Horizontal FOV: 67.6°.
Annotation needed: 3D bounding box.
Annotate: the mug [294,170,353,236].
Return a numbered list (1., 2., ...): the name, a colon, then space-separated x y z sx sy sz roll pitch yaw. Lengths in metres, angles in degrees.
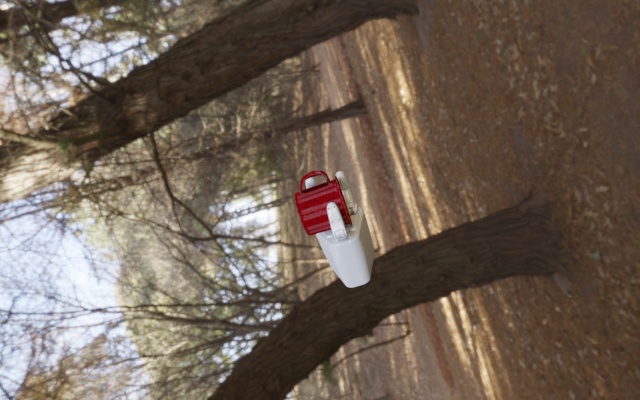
1. mug: -0.001 0.002 0.835 0.081 0.117 0.093 -18 28 4
